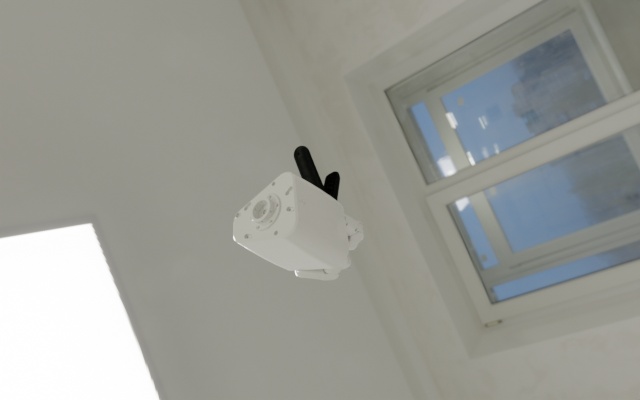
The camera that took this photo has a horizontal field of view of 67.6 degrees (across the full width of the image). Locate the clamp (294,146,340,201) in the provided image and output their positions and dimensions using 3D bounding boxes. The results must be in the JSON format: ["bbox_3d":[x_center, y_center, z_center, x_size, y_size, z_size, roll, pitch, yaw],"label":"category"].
[{"bbox_3d":[0.000,0.003,0.712,0.039,0.171,0.120,-26,-38,27],"label":"clamp"}]
